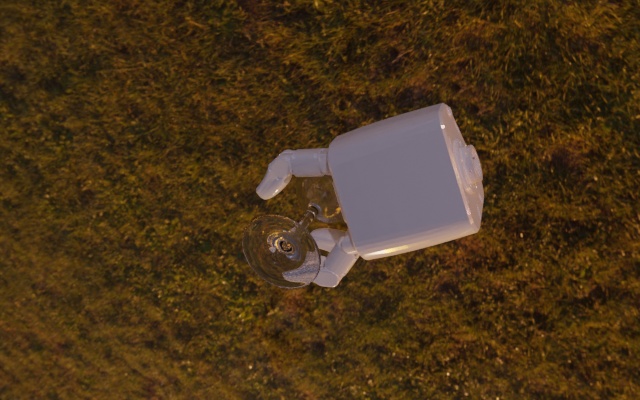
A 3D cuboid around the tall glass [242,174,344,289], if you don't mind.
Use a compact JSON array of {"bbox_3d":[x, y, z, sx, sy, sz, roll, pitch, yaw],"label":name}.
[{"bbox_3d":[0.000,0.002,0.492,0.079,0.079,0.201,0,26,22],"label":"tall glass"}]
